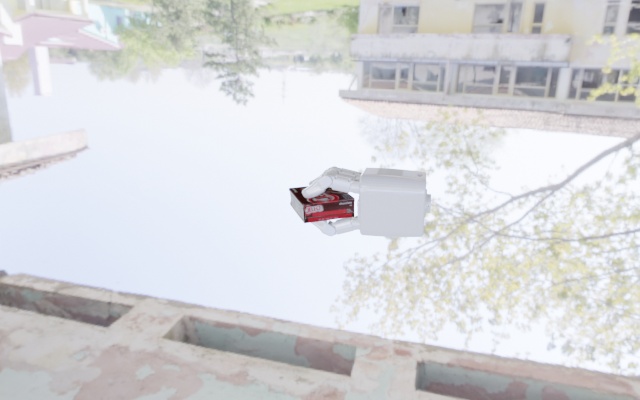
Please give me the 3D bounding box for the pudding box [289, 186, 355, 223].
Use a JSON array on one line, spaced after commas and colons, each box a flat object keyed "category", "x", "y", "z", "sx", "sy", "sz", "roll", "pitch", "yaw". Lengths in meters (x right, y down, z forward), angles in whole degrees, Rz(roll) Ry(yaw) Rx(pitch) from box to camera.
[{"category": "pudding box", "x": 0.000, "y": 0.003, "z": 0.833, "sx": 0.090, "sy": 0.039, "sz": 0.113, "roll": -6, "pitch": 15, "yaw": -15}]
